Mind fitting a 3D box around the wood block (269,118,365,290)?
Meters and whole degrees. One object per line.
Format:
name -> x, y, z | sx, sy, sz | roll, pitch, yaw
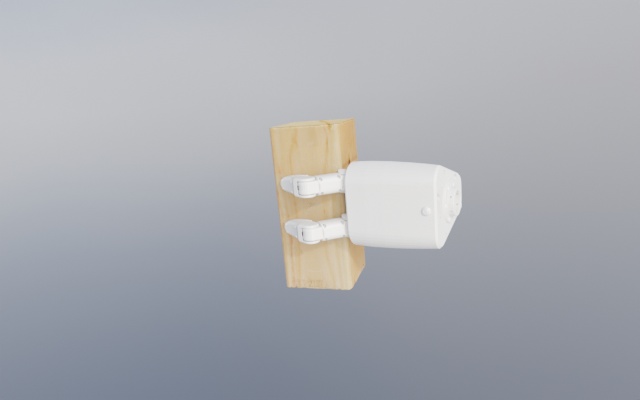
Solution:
wood block -> 0.001, 0.002, 0.624 | 0.090, 0.206, 0.091 | -1, 13, 18
